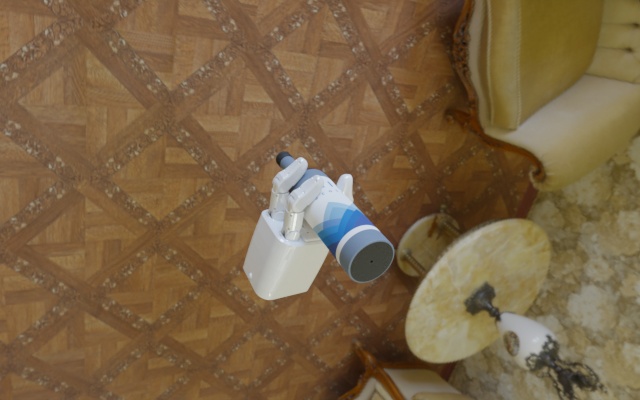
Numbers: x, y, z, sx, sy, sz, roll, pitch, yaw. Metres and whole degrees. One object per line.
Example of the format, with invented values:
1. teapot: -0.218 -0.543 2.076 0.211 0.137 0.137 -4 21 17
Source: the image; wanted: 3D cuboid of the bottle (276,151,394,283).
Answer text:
1. bottle: 0.000 0.002 0.701 0.069 0.069 0.295 0 30 -30
